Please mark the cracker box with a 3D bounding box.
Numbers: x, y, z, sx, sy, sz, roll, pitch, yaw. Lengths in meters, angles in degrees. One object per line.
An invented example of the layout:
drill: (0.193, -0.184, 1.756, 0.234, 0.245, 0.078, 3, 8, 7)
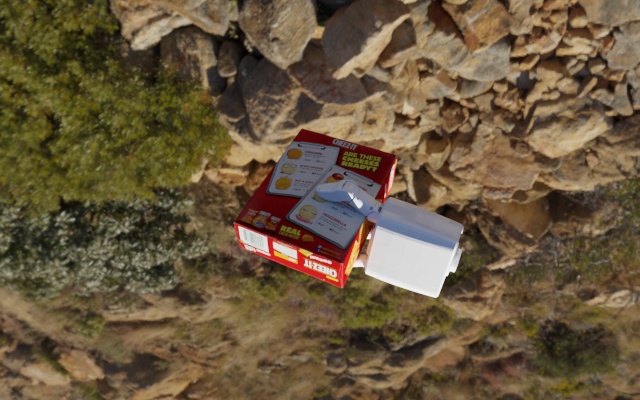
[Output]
cracker box: (0.000, 0.002, 0.703, 0.164, 0.213, 0.072, 19, -38, 16)
